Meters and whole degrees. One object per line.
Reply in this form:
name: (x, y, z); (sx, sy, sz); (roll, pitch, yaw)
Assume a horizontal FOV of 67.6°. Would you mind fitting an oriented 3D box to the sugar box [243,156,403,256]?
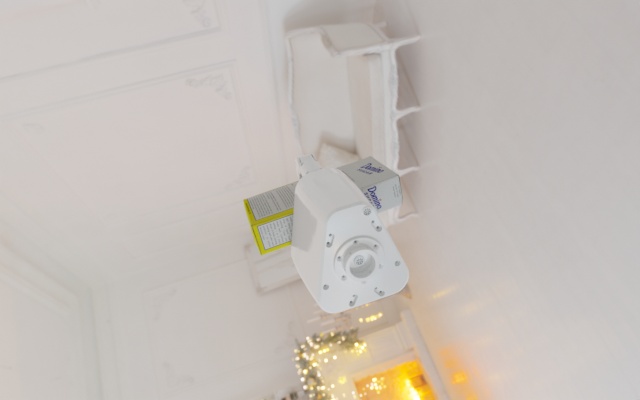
sugar box: (0.000, 0.002, 0.571); (0.176, 0.048, 0.093); (-17, 23, -9)
